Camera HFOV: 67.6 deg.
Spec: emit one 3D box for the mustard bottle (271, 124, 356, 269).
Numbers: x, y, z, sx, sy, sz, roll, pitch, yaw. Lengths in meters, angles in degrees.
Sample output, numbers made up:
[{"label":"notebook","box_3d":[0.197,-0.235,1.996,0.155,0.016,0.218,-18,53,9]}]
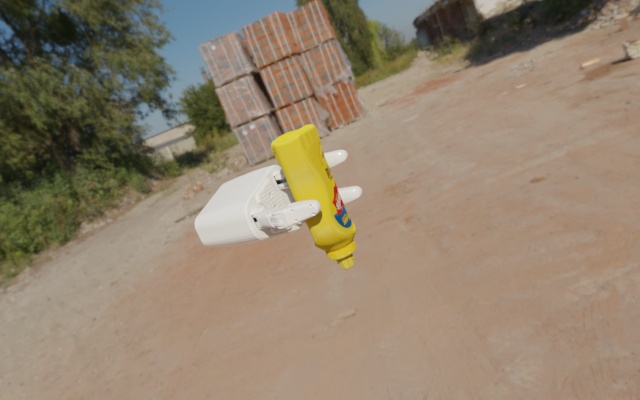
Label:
[{"label":"mustard bottle","box_3d":[0.000,0.002,0.614,0.058,0.192,0.096,-20,13,11]}]
